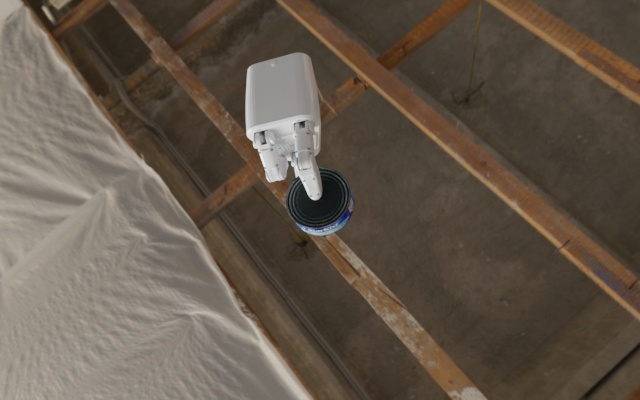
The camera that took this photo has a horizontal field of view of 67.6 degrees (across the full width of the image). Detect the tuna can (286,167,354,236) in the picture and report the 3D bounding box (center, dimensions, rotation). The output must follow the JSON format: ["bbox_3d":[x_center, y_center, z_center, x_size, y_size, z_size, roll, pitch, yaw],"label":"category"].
[{"bbox_3d":[0.000,0.002,0.623,0.086,0.086,0.034,0,-24,15],"label":"tuna can"}]
